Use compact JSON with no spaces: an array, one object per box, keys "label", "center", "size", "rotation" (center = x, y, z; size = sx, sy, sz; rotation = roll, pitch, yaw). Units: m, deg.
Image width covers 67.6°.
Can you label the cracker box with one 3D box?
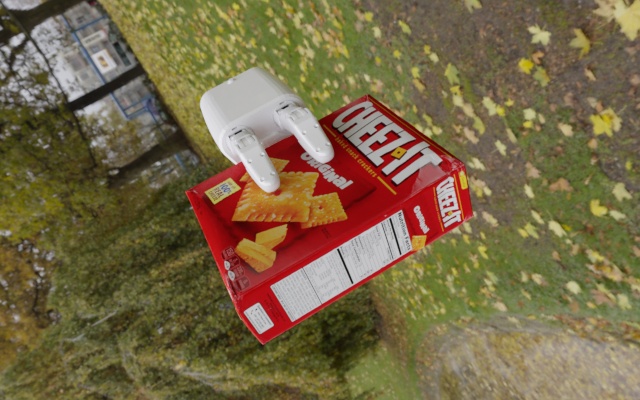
[{"label":"cracker box","center":[0.000,0.002,0.439],"size":[0.213,0.072,0.164],"rotation":[-30,42,-7]}]
